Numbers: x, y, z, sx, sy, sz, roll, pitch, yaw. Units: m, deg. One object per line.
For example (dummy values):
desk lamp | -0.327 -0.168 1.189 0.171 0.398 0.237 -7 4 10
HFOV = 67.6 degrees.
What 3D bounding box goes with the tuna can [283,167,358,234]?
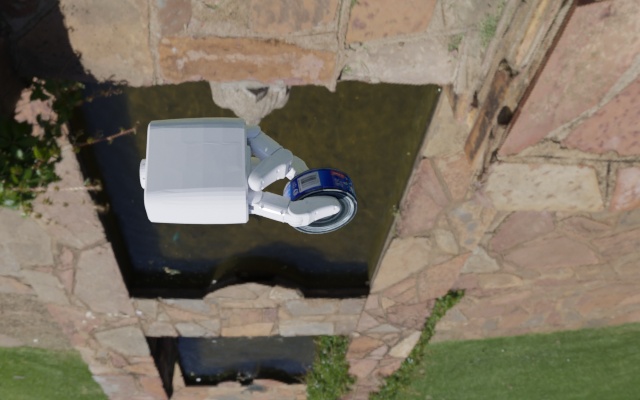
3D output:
tuna can | 0.000 0.002 0.566 0.086 0.033 0.086 -7 -39 -6
